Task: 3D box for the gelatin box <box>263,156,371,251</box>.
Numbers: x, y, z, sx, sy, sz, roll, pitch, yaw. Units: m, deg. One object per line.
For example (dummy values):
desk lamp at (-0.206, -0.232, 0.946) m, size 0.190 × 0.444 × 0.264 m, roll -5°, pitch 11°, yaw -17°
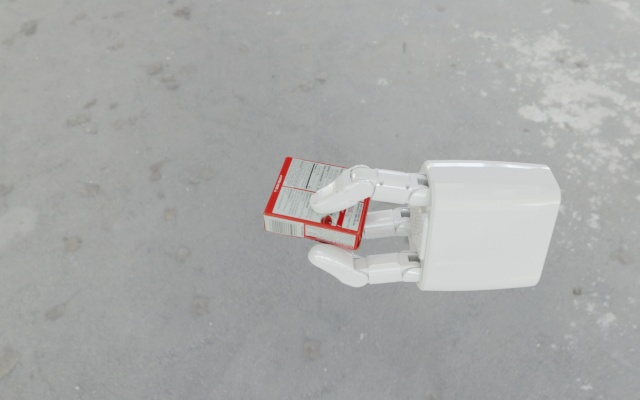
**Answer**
gelatin box at (0.000, 0.001, 0.440) m, size 0.089 × 0.073 × 0.030 m, roll 12°, pitch -37°, yaw 7°
